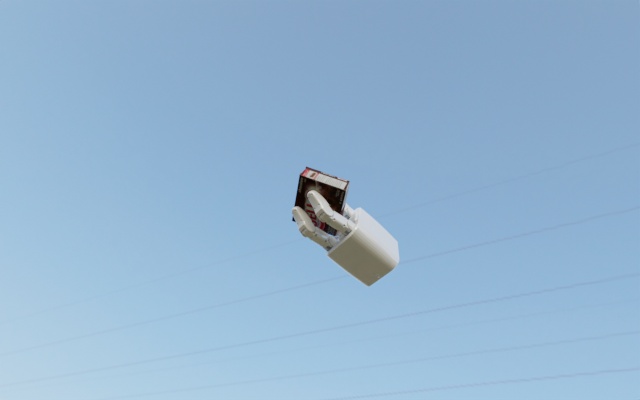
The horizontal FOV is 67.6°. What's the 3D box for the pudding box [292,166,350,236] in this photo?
[{"bbox_3d":[0.000,0.003,0.882,0.090,0.114,0.039,19,36,10],"label":"pudding box"}]
